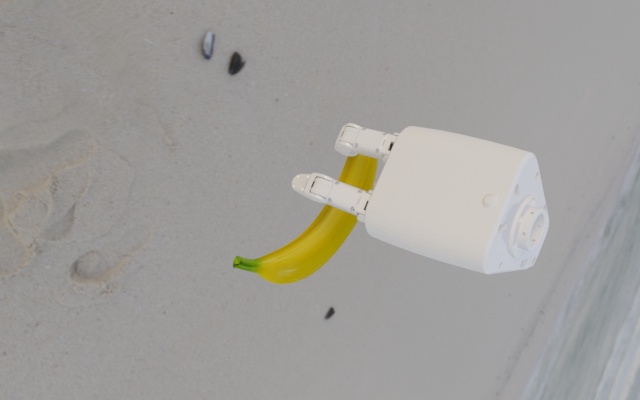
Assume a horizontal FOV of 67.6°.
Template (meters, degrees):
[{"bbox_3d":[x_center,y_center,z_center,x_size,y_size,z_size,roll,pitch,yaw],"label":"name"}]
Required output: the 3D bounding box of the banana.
[{"bbox_3d":[0.005,0.017,0.475,0.037,0.070,0.197,20,58,46],"label":"banana"}]
